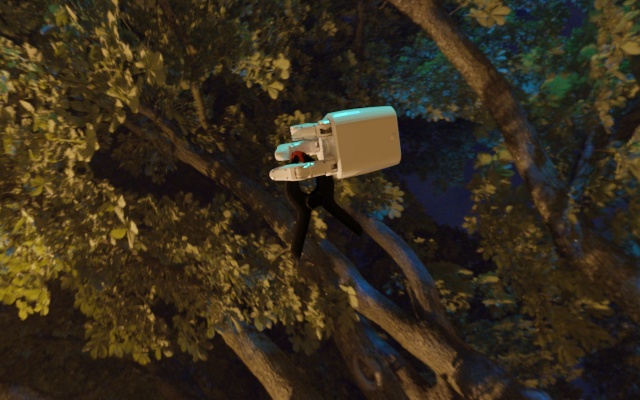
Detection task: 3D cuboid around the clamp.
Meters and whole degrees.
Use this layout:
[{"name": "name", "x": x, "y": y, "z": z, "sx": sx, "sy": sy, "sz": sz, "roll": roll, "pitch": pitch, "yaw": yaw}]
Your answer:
[{"name": "clamp", "x": 0.000, "y": 0.002, "z": 0.753, "sx": 0.120, "sy": 0.171, "sz": 0.039, "roll": -12, "pitch": 13, "yaw": -16}]
